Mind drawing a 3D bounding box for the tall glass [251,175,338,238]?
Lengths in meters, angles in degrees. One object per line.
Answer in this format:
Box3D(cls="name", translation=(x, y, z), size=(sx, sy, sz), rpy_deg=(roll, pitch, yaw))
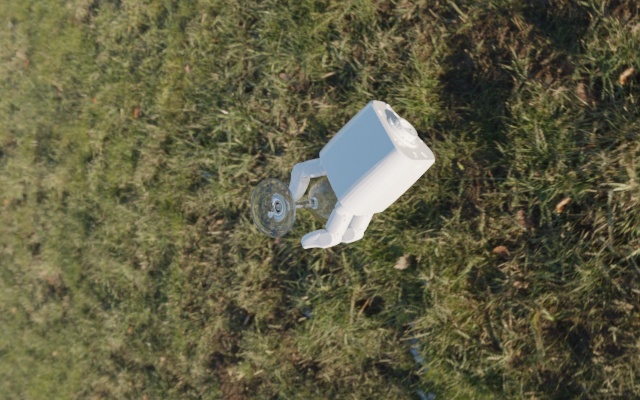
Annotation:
Box3D(cls="tall glass", translation=(0.000, 0.002, 0.668), size=(0.079, 0.079, 0.201), rpy_deg=(0, 4, 37))
